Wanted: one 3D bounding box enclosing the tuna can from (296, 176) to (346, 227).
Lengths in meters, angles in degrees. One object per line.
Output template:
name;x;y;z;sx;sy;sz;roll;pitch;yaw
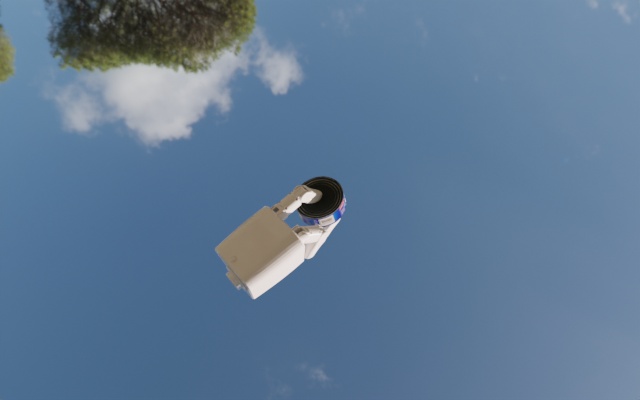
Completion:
tuna can;0.000;0.003;0.816;0.086;0.086;0.034;0;-33;15
